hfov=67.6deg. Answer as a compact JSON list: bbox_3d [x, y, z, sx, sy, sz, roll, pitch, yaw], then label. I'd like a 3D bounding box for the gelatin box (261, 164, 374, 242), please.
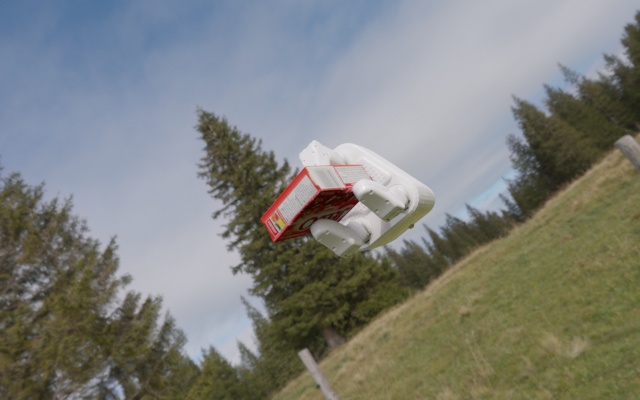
[{"bbox_3d":[0.000,0.001,0.440,0.089,0.030,0.073,-7,-33,-52],"label":"gelatin box"}]
